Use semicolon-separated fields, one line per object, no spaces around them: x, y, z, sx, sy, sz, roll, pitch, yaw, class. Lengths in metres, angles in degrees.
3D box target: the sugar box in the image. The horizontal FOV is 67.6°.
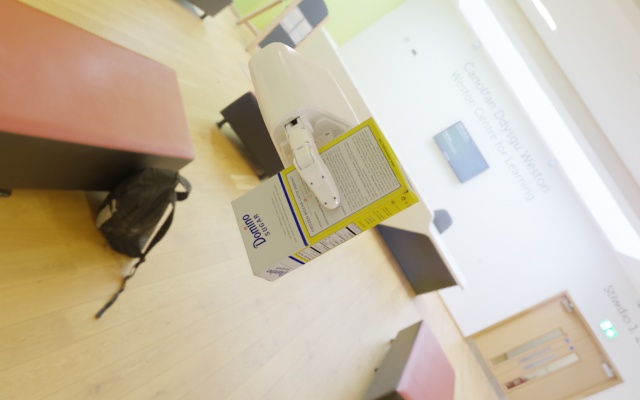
0.000;0.002;0.488;0.176;0.093;0.048;-31;-30;15;sugar box
